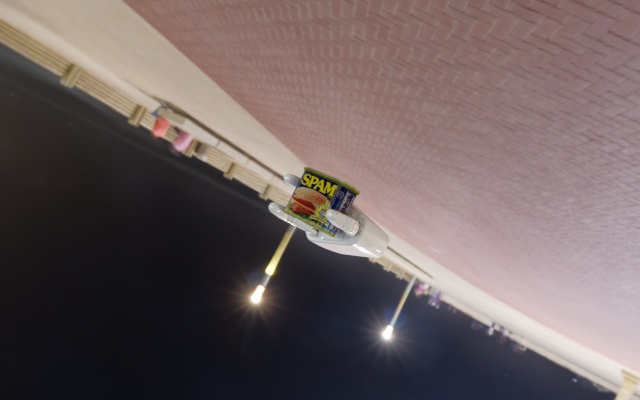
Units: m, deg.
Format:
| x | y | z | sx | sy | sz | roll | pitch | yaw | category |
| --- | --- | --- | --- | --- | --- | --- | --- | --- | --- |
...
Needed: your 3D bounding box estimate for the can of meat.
| x | y | z | sx | sy | sz | roll | pitch | yaw | category |
| --- | --- | --- | --- | --- | --- | --- | --- | --- | --- |
| 0.000 | 0.003 | 0.772 | 0.102 | 0.084 | 0.057 | 24 | -5 | 35 | can of meat |
